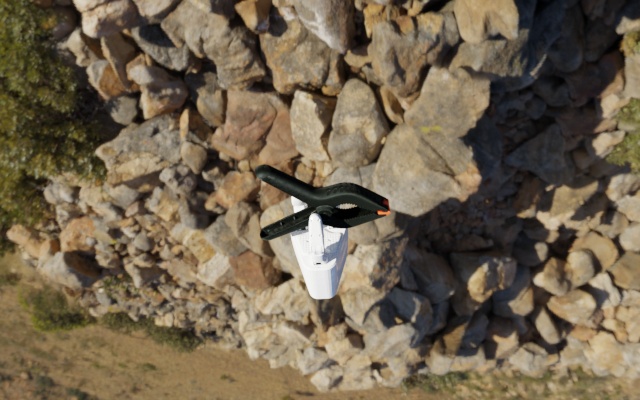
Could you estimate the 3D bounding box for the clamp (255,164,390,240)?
[{"bbox_3d":[0.001,0.003,0.721,0.210,0.036,0.165,-3,-39,2],"label":"clamp"}]
